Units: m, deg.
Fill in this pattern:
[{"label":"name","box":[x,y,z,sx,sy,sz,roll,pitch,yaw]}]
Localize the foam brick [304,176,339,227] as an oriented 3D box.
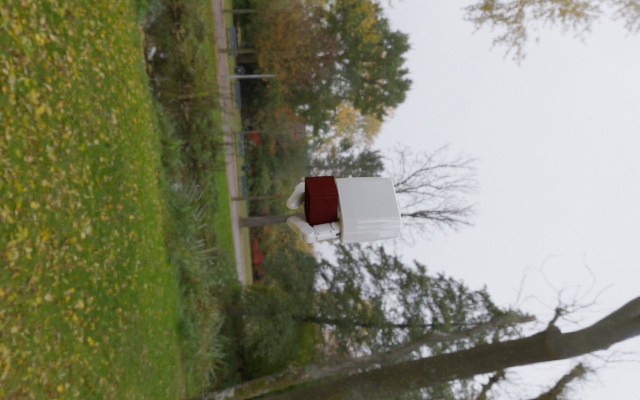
[{"label":"foam brick","box":[0.000,0.003,0.820,0.051,0.078,0.053,-4,44,-7]}]
